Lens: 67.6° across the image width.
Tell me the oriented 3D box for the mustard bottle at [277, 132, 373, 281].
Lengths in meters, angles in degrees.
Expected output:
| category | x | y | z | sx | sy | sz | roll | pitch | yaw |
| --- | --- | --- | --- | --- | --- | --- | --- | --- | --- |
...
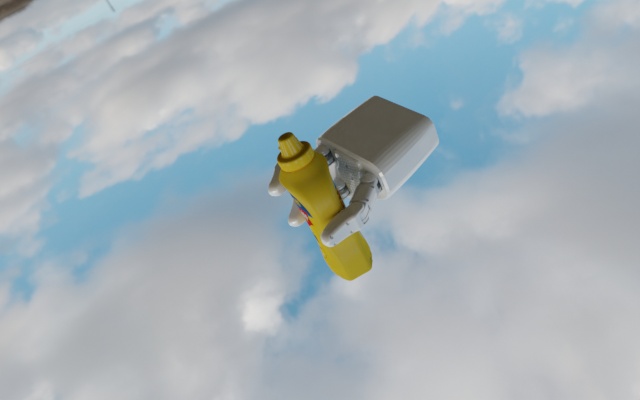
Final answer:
| category | x | y | z | sx | sy | sz | roll | pitch | yaw |
| --- | --- | --- | --- | --- | --- | --- | --- | --- | --- |
| mustard bottle | 0.000 | 0.002 | 0.561 | 0.058 | 0.192 | 0.096 | -28 | 34 | -1 |
